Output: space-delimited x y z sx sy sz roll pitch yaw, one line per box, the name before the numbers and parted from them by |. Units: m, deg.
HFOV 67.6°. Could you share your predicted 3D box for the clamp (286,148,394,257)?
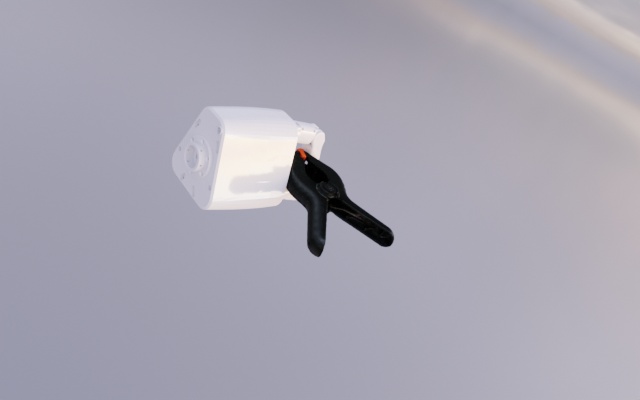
clamp | 0.000 0.001 0.576 0.120 0.039 0.171 -6 45 -47
